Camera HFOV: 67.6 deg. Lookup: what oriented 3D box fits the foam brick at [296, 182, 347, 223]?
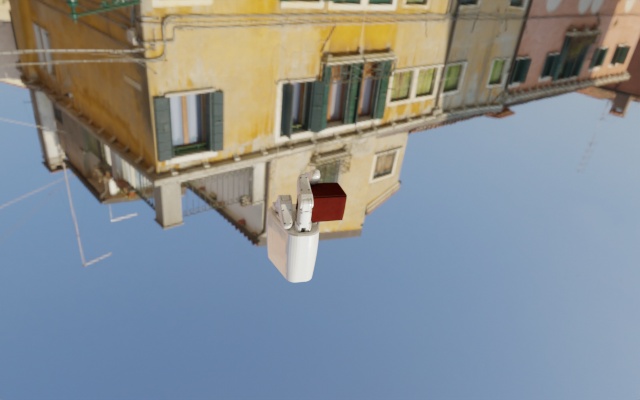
[{"bbox_3d":[0.000,0.003,0.844,0.078,0.051,0.053,-3,29,-15],"label":"foam brick"}]
